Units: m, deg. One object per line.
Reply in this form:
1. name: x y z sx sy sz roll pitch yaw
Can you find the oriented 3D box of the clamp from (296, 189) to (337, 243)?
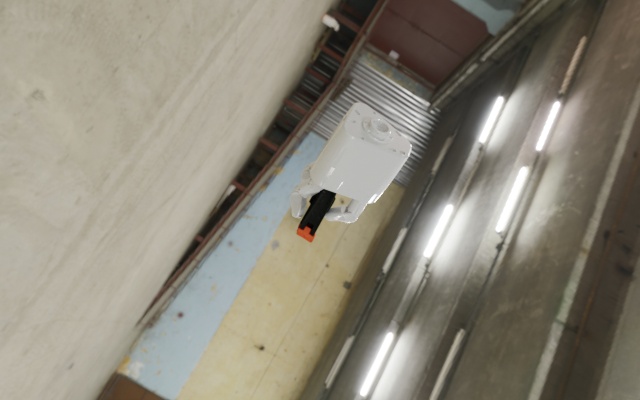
1. clamp: 0.001 0.003 0.792 0.036 0.209 0.165 30 -47 -3
